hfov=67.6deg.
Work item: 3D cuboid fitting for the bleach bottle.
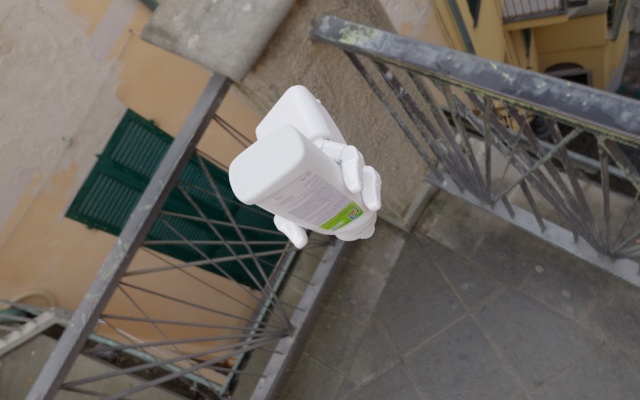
[{"bbox_3d":[0.000,0.002,0.621,0.102,0.068,0.251,-34,-36,14],"label":"bleach bottle"}]
